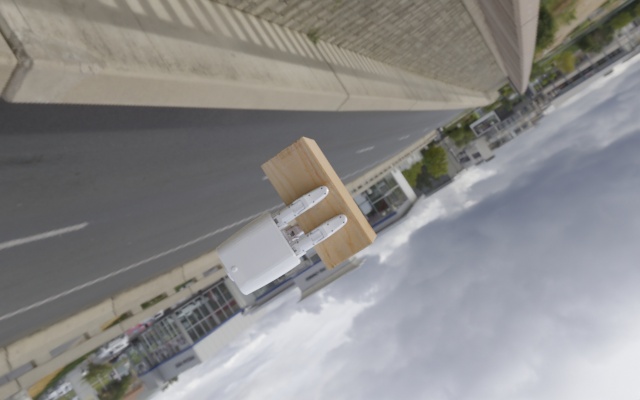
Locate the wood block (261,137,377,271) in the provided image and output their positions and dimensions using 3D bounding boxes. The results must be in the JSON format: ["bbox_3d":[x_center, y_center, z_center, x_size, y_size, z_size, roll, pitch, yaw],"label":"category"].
[{"bbox_3d":[0.000,0.003,0.817,0.090,0.206,0.091,-34,-3,10],"label":"wood block"}]
